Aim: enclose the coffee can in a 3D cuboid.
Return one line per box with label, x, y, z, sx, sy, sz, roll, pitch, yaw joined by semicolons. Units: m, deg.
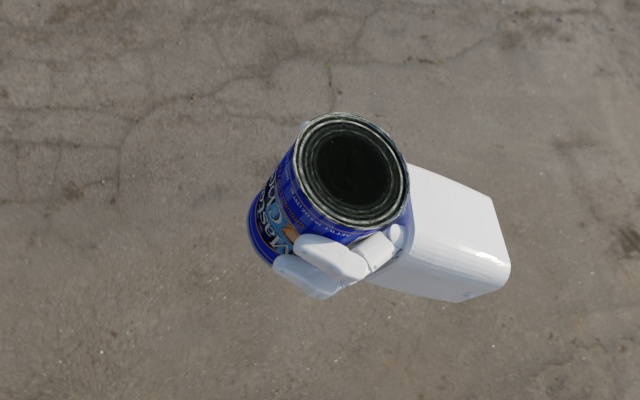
coffee can;0.000;0.001;0.432;0.103;0.102;0.140;0;-22;-24
